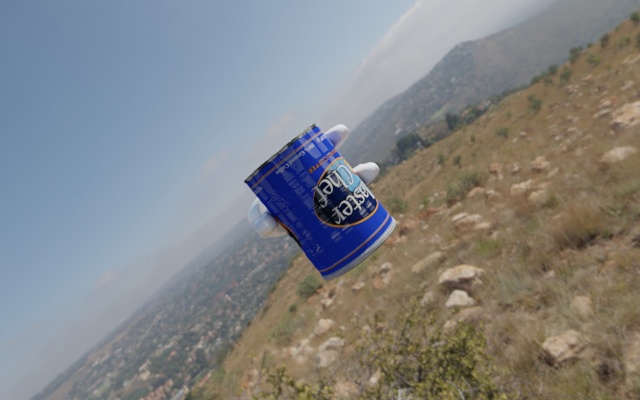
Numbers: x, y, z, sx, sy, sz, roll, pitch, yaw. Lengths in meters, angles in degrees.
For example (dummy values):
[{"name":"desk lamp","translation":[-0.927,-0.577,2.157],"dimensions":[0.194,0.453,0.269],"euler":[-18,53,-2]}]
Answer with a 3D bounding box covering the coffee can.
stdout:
[{"name":"coffee can","translation":[0.000,0.002,0.525],"dimensions":[0.103,0.140,0.103],"euler":[-39,4,4]}]
